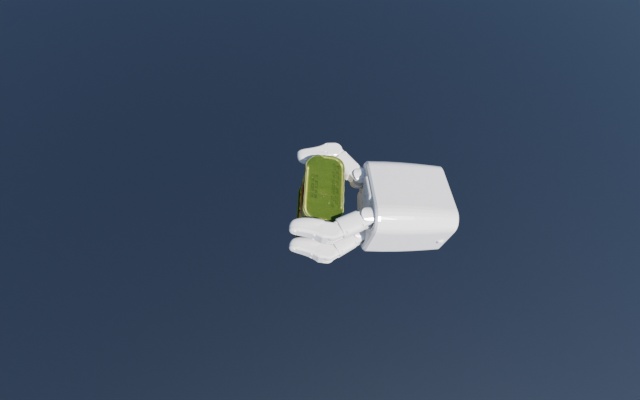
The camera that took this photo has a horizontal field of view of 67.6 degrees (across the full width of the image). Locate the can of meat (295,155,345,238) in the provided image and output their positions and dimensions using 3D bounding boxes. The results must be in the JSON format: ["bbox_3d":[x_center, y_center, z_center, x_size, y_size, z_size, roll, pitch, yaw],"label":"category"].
[{"bbox_3d":[0.000,0.002,0.631,0.057,0.102,0.084,5,-27,-6],"label":"can of meat"}]
